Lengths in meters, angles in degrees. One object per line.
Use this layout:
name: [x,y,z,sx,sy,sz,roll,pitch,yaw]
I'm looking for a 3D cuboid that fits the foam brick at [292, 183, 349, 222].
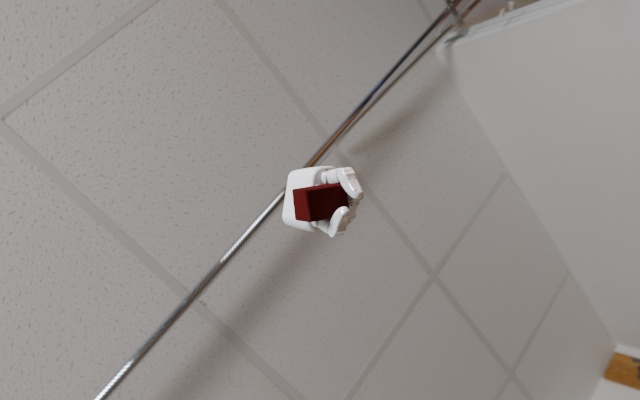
foam brick: [0.000,0.002,0.778,0.078,0.053,0.051,-9,7,-31]
